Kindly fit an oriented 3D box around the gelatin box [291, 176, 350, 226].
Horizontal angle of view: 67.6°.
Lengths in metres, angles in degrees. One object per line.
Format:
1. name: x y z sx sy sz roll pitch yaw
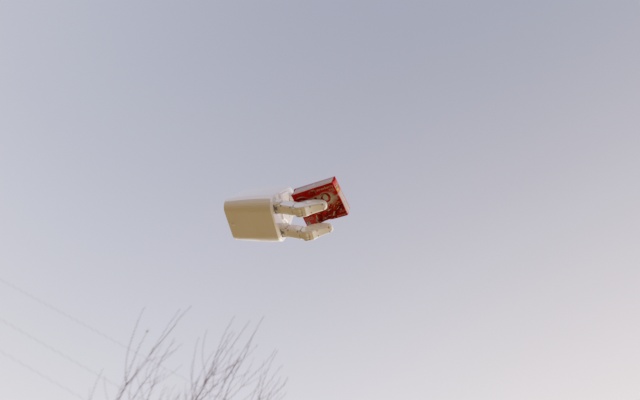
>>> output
1. gelatin box: 0.001 0.003 0.891 0.089 0.073 0.030 -17 24 21
